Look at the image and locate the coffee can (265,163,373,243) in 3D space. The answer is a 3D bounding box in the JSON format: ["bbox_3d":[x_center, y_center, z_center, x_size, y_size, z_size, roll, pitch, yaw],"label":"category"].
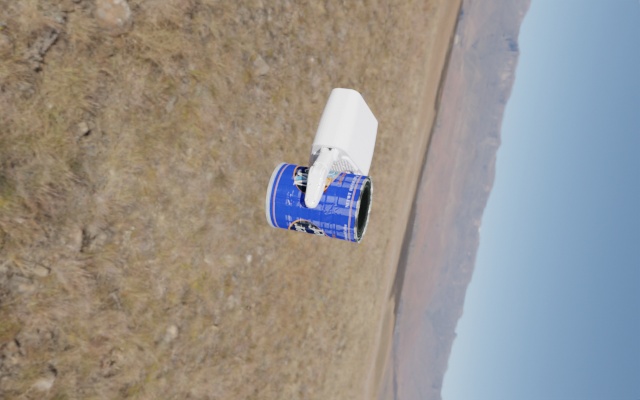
[{"bbox_3d":[0.000,0.002,0.728,0.140,0.103,0.103,10,3,15],"label":"coffee can"}]
